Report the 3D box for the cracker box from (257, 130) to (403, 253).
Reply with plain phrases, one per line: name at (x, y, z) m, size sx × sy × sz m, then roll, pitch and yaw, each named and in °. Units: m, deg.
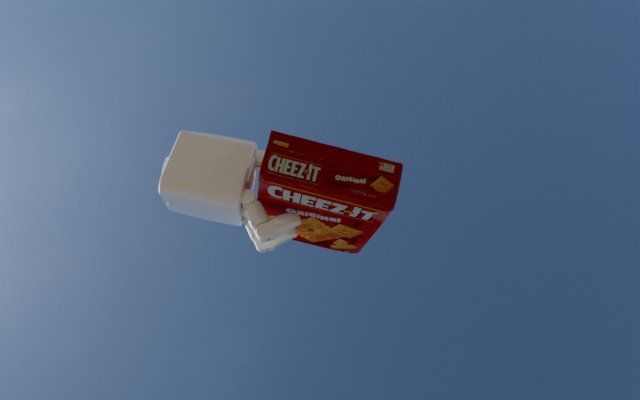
cracker box at (0.000, 0.002, 0.650) m, size 0.164 × 0.072 × 0.214 m, roll 14°, pitch -21°, yaw -2°
